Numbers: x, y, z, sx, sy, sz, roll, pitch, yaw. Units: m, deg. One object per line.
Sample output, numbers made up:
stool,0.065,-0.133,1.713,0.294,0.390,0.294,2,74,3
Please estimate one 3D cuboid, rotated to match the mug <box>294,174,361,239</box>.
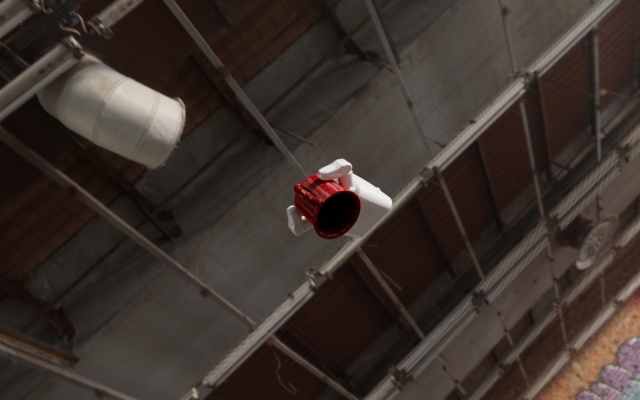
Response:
mug,-0.001,0.002,0.805,0.117,0.093,0.081,24,12,-43
